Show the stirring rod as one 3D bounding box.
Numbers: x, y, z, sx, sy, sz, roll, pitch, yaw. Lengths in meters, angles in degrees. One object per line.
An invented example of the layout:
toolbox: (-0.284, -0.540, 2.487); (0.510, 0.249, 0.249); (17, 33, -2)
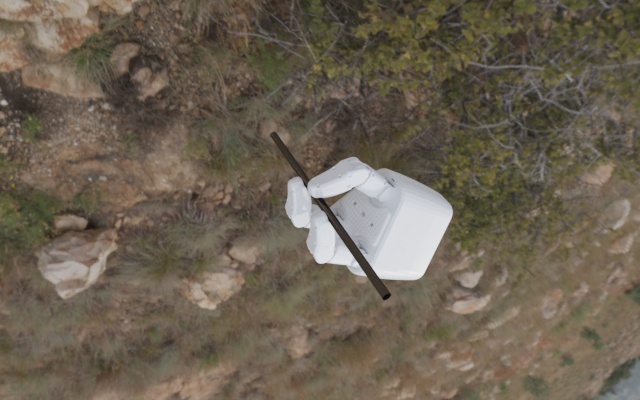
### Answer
stirring rod: (0.000, 0.001, 0.457); (0.011, 0.011, 0.239); (0, 39, -34)
